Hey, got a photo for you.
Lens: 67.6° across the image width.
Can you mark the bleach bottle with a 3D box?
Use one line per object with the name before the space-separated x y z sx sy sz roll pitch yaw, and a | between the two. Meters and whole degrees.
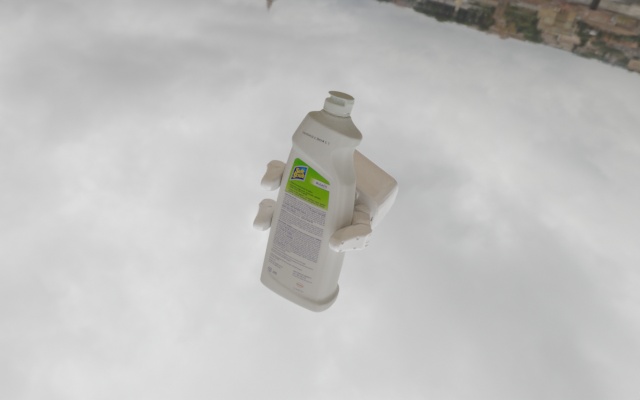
bleach bottle | 0.000 0.002 0.553 0.102 0.251 0.068 23 26 17
